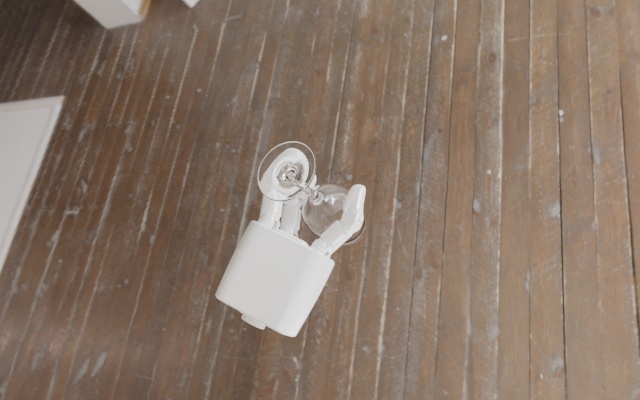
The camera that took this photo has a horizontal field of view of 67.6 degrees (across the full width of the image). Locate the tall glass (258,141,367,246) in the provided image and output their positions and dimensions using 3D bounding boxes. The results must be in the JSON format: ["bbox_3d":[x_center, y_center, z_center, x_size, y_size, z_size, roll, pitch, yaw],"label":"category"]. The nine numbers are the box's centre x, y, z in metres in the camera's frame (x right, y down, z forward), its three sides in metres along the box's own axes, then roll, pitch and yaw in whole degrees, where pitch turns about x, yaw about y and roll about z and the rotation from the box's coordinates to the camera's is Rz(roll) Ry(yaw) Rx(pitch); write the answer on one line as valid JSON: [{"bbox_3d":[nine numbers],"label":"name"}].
[{"bbox_3d":[0.000,0.002,0.622,0.079,0.079,0.201,0,-21,25],"label":"tall glass"}]
